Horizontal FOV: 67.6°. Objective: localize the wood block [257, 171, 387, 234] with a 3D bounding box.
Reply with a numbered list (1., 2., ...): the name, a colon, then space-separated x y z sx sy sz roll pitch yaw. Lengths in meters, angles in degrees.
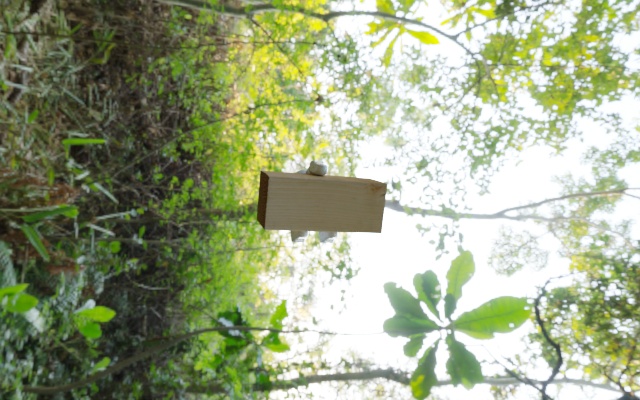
1. wood block: 0.000 0.002 0.832 0.206 0.091 0.090 3 9 -16
